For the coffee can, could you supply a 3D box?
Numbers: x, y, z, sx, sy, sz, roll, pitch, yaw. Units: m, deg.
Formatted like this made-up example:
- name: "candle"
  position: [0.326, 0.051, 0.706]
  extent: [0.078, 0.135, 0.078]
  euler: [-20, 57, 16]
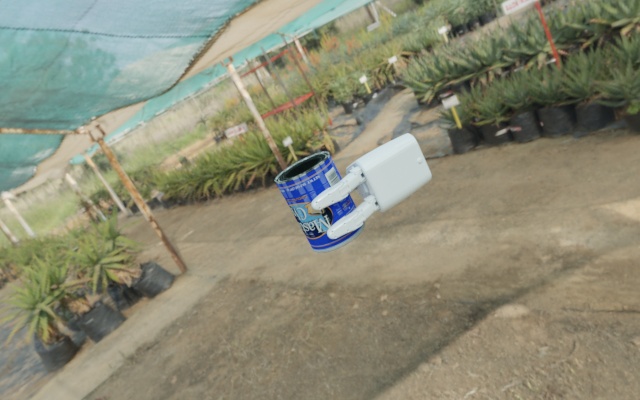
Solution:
- name: "coffee can"
  position: [0.000, 0.003, 0.808]
  extent: [0.103, 0.140, 0.102]
  euler: [-25, 17, 8]
